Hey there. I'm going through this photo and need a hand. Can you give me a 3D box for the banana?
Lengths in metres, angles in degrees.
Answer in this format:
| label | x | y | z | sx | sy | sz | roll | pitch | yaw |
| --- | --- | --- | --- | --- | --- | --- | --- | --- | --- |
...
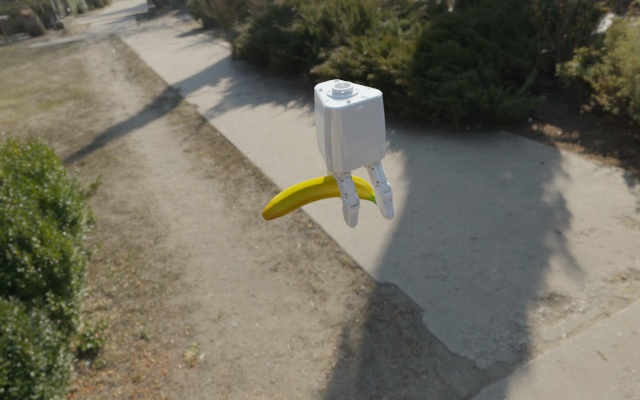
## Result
| label | x | y | z | sx | sy | sz | roll | pitch | yaw |
| --- | --- | --- | --- | --- | --- | --- | --- | --- | --- |
| banana | 0.000 | -0.009 | 0.779 | 0.198 | 0.037 | 0.069 | -8 | 40 | -7 |
